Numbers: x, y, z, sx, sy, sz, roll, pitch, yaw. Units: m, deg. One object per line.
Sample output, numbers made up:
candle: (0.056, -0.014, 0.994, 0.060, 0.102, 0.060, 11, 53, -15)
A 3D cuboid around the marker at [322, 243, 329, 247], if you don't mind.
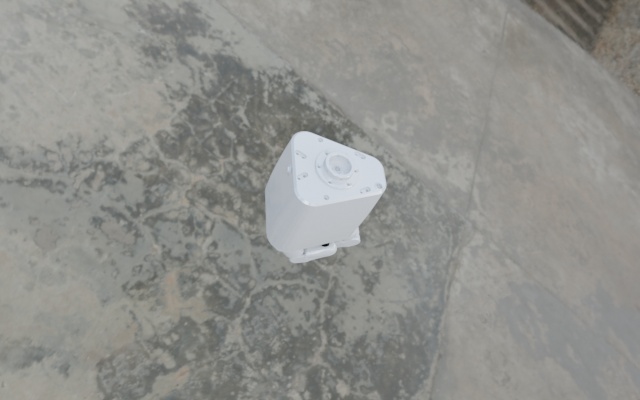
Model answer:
marker: (0.000, 0.002, 0.607, 0.020, 0.121, 0.020, -5, -29, -3)
